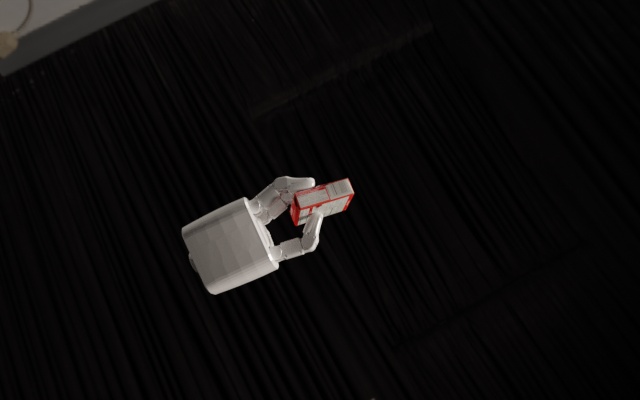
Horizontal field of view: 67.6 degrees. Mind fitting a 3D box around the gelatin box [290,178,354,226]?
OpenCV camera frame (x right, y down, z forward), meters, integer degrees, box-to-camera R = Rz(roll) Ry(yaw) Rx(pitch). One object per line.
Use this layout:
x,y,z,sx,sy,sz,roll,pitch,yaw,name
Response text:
0.001,0.003,0.725,0.089,0.030,0.073,-17,-18,-13,gelatin box
